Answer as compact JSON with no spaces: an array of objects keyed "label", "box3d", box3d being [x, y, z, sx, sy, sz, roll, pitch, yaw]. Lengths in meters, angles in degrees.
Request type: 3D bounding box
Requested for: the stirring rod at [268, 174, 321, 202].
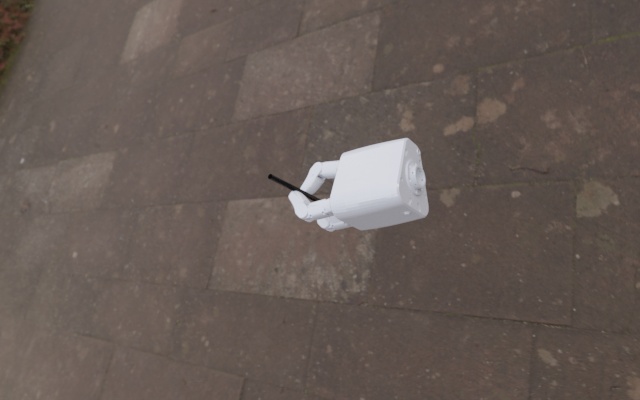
[{"label":"stirring rod","box3d":[0.000,0.002,0.772,0.011,0.011,0.239,0,-18,39]}]
